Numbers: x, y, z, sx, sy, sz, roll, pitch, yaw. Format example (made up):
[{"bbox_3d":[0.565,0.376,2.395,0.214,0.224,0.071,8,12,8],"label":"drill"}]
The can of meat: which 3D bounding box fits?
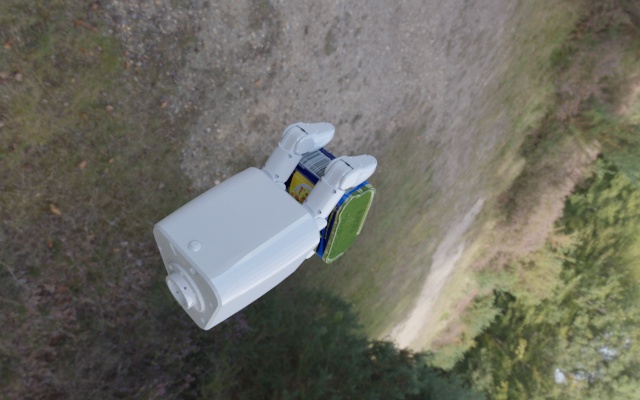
[{"bbox_3d":[0.000,0.002,0.481,0.084,0.102,0.057,40,50,23],"label":"can of meat"}]
